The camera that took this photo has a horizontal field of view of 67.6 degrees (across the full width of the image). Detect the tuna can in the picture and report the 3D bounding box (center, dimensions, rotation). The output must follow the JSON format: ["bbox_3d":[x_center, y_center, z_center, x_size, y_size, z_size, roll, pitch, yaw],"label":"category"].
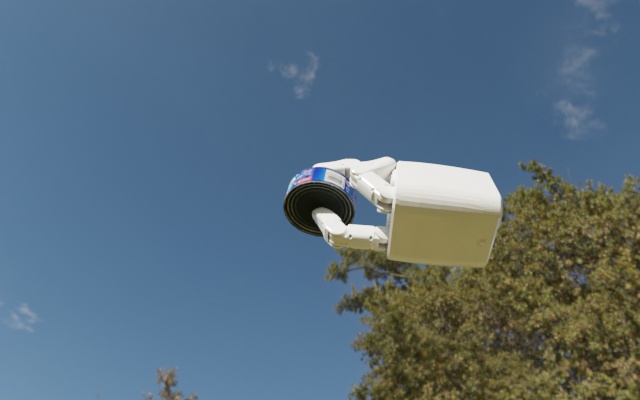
[{"bbox_3d":[0.000,0.002,0.577,0.086,0.086,0.033,0,40,10],"label":"tuna can"}]
